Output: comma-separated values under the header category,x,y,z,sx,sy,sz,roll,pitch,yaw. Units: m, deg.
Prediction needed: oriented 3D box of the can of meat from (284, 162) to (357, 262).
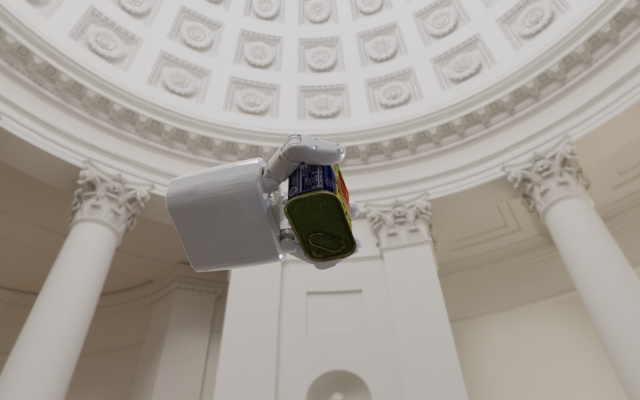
category,x,y,z,sx,sy,sz,roll,pitch,yaw
can of meat,0.000,0.001,0.516,0.057,0.083,0.102,-13,-47,10
